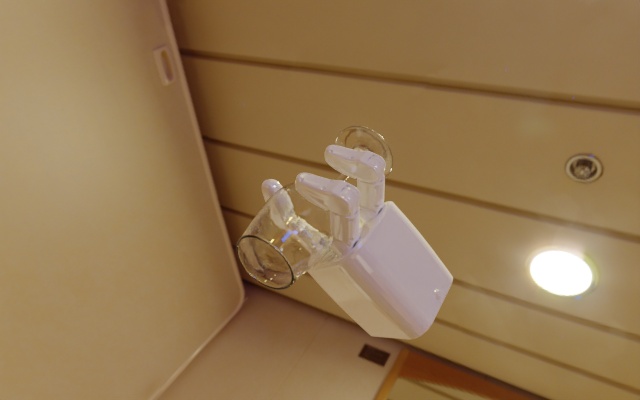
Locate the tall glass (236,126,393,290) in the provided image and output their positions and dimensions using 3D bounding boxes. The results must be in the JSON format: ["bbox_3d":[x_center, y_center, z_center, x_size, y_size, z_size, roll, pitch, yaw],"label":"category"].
[{"bbox_3d":[0.000,0.001,0.487,0.079,0.079,0.201,0,33,37],"label":"tall glass"}]
